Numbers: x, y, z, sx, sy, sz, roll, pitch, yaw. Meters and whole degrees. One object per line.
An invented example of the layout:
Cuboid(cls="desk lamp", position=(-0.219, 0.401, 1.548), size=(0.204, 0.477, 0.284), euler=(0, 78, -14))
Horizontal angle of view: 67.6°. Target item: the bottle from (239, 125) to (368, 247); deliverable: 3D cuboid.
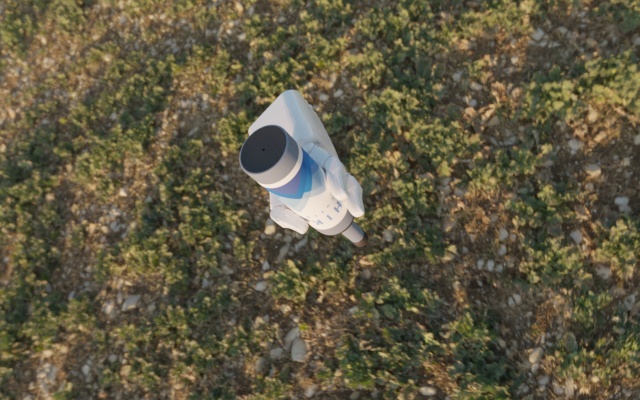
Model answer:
Cuboid(cls="bottle", position=(0.000, 0.002, 0.660), size=(0.069, 0.069, 0.296), euler=(0, -24, 29))
